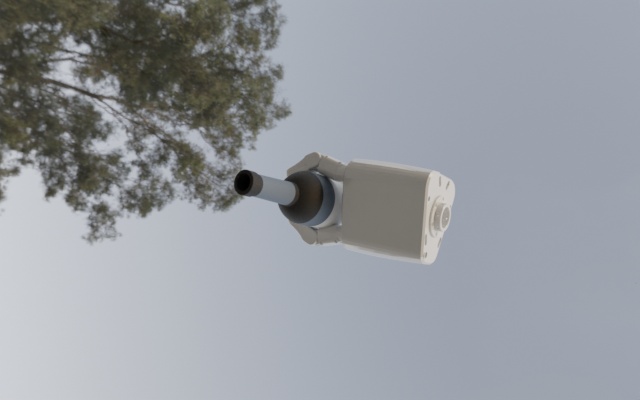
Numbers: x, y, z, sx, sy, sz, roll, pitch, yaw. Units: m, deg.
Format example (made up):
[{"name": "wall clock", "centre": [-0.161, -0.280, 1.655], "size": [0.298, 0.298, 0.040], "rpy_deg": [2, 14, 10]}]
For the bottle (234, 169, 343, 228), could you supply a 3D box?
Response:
[{"name": "bottle", "centre": [0.000, 0.002, 0.616], "size": [0.069, 0.069, 0.296], "rpy_deg": [0, -8, 33]}]
